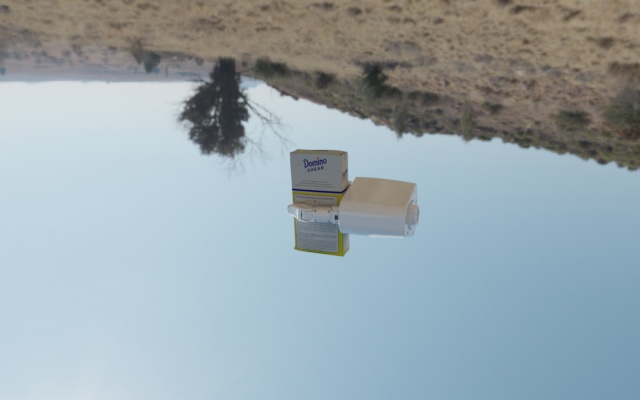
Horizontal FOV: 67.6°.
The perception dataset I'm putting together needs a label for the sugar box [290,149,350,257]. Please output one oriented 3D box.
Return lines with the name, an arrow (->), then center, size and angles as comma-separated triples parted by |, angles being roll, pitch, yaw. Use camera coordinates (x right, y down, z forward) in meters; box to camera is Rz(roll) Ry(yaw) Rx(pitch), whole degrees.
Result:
sugar box -> 0.000, 0.003, 0.811 | 0.093, 0.176, 0.048 | 5, 16, 20
